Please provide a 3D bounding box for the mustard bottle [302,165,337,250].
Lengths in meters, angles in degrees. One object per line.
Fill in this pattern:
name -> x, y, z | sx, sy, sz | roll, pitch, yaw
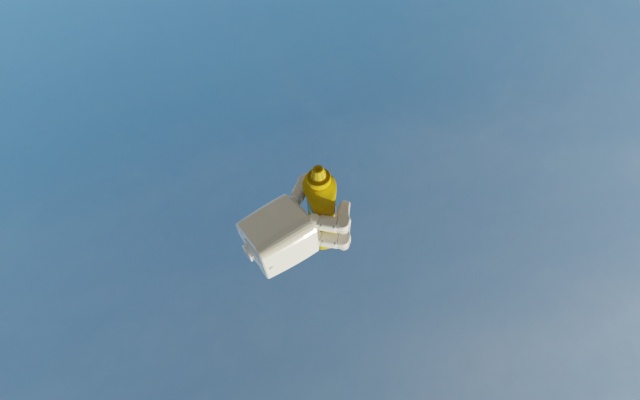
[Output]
mustard bottle -> 0.000, 0.003, 0.856 | 0.058, 0.096, 0.192 | -10, -35, -3
